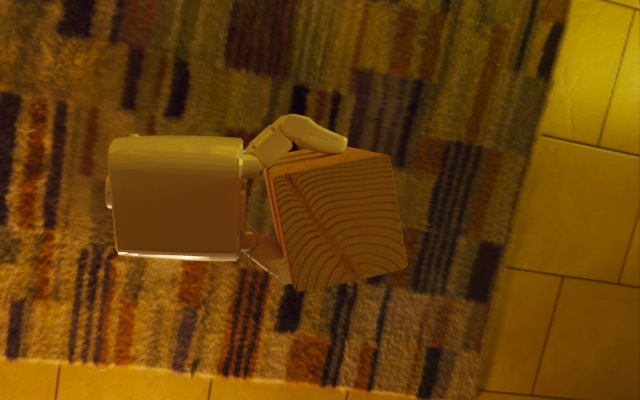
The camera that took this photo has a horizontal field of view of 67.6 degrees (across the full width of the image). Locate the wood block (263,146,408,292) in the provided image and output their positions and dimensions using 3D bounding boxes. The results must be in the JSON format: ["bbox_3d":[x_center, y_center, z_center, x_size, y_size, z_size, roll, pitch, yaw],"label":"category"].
[{"bbox_3d":[0.000,0.002,0.448,0.090,0.091,0.206,-12,11,-7],"label":"wood block"}]
